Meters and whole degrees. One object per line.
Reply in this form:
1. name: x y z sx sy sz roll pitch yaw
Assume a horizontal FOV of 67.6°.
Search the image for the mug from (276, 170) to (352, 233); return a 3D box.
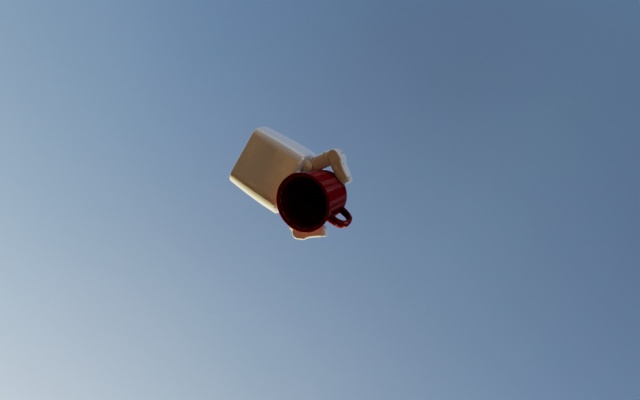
1. mug: 0.001 0.003 0.749 0.117 0.093 0.081 34 24 17
